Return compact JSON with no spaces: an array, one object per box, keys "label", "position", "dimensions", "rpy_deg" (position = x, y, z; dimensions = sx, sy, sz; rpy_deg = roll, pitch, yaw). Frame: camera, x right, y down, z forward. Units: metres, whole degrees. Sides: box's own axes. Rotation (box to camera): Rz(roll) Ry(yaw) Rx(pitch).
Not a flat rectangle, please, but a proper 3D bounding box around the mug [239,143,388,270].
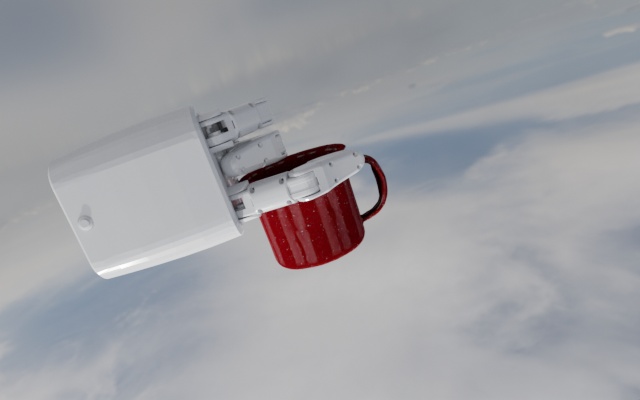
[{"label":"mug","position":[0.001,0.001,0.405],"dimensions":[0.117,0.081,0.093],"rpy_deg":[-19,14,-1]}]
